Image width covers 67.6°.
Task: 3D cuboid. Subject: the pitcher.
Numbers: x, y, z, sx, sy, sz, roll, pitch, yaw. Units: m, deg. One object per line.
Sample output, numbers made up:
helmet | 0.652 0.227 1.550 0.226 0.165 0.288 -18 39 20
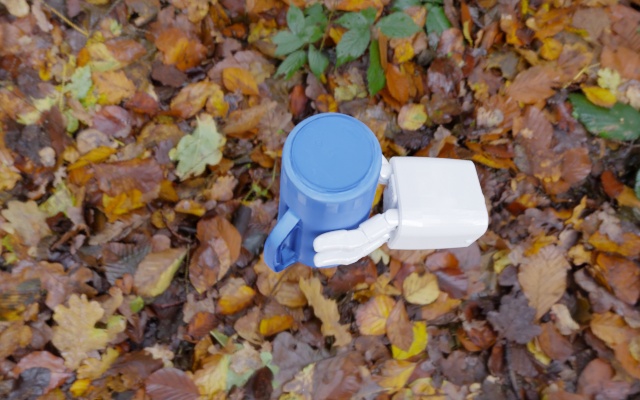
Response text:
pitcher | 0.000 0.002 0.609 0.145 0.149 0.243 1 -22 -2
